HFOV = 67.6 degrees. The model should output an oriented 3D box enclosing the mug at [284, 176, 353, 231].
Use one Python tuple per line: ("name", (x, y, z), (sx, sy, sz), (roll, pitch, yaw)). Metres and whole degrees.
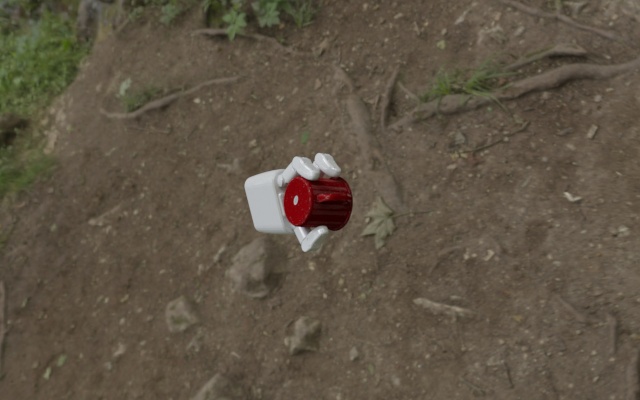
("mug", (0.001, 0.003, 0.773), (0.081, 0.093, 0.117), (3, -6, -37))
